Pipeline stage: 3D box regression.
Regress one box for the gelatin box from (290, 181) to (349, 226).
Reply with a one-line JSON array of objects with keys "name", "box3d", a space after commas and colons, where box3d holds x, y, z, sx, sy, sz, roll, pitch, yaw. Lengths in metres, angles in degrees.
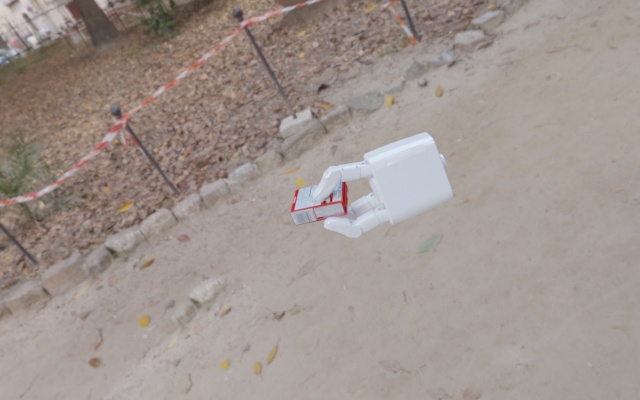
[{"name": "gelatin box", "box3d": [0.000, 0.002, 0.774, 0.089, 0.030, 0.073, -12, 29, 12]}]
